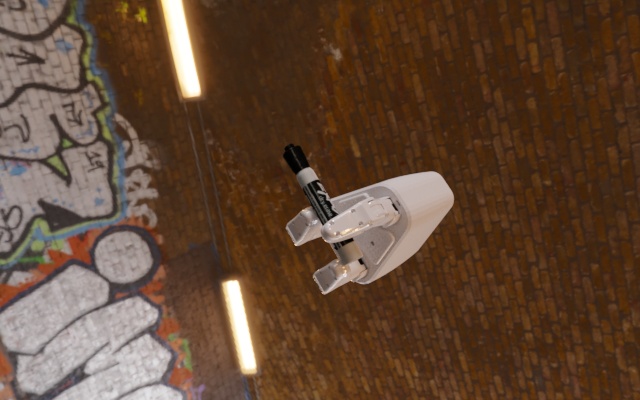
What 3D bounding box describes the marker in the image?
[{"bbox_3d":[0.000,0.001,0.427,0.020,0.121,0.020,-29,-11,-6],"label":"marker"}]
